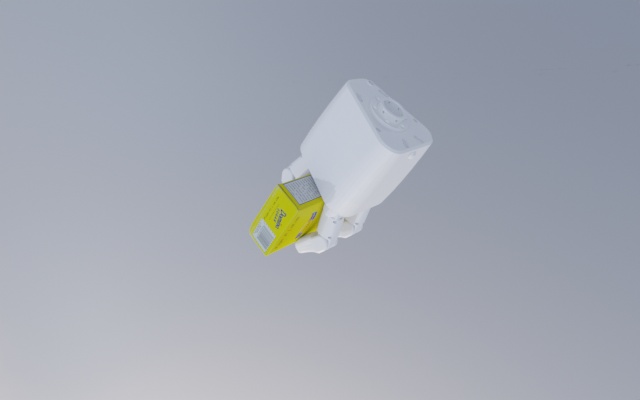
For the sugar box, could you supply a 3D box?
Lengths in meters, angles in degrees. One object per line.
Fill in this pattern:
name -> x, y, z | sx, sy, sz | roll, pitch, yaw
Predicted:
sugar box -> 0.000, 0.002, 0.601 | 0.176, 0.048, 0.093 | -20, -25, -45
